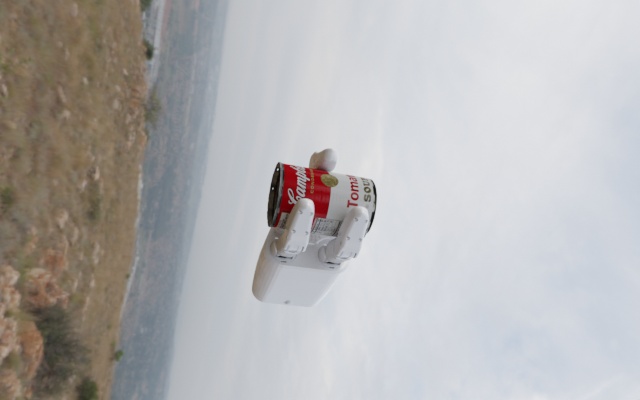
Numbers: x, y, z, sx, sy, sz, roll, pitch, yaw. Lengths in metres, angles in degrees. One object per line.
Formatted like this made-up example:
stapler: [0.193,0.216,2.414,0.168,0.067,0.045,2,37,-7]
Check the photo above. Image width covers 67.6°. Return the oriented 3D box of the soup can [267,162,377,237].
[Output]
soup can: [0.000,0.001,0.502,0.102,0.068,0.068,9,-2,-14]
